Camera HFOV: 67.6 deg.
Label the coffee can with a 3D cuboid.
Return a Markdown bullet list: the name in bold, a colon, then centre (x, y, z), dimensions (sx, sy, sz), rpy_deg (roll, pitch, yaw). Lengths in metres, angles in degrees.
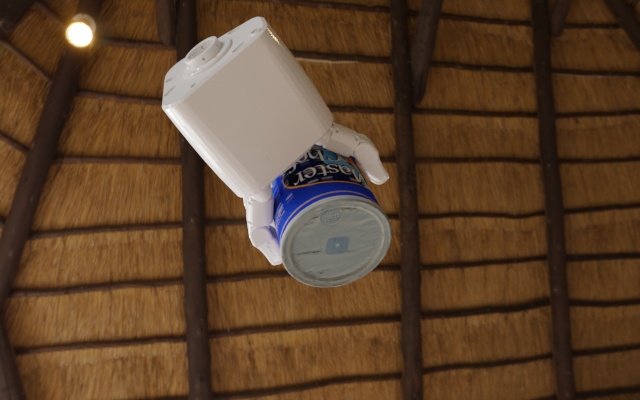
- **coffee can**: centre (0.000, 0.002, 0.481), dimensions (0.103, 0.103, 0.140), rpy_deg (0, 35, -16)
